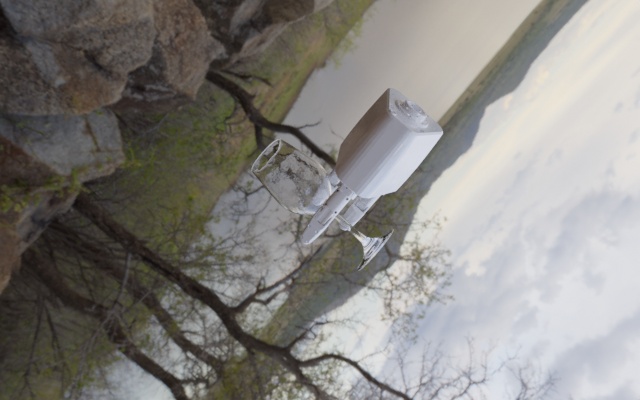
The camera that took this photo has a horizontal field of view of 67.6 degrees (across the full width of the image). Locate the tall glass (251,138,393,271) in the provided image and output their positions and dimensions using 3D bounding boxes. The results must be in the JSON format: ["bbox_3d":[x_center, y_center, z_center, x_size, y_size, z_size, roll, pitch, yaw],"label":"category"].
[{"bbox_3d":[0.001,0.003,0.655,0.201,0.079,0.079,41,3,4],"label":"tall glass"}]
